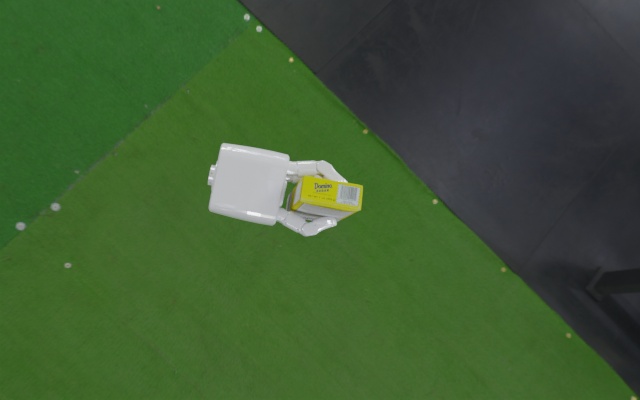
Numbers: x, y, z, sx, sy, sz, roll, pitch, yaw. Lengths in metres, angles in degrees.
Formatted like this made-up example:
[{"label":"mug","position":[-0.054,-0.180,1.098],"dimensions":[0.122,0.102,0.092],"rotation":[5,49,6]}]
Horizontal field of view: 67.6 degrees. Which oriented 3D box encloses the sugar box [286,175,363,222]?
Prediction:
[{"label":"sugar box","position":[0.000,0.002,0.776],"dimensions":[0.093,0.048,0.176],"rotation":[11,-8,-10]}]
